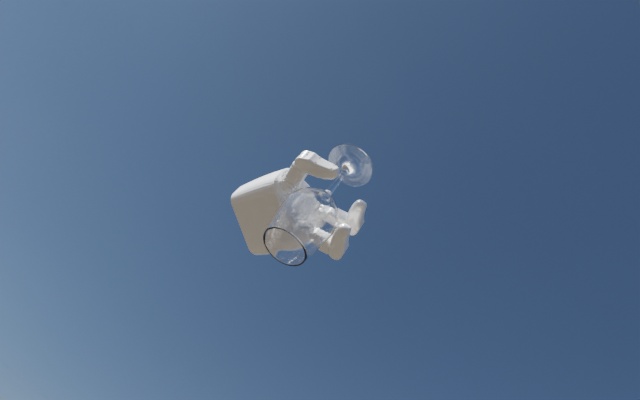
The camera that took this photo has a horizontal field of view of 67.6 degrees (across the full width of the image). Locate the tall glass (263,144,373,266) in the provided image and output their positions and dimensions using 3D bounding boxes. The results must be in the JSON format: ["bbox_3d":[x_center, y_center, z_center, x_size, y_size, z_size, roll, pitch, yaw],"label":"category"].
[{"bbox_3d":[0.000,0.002,0.655,0.079,0.079,0.201,0,34,33],"label":"tall glass"}]
